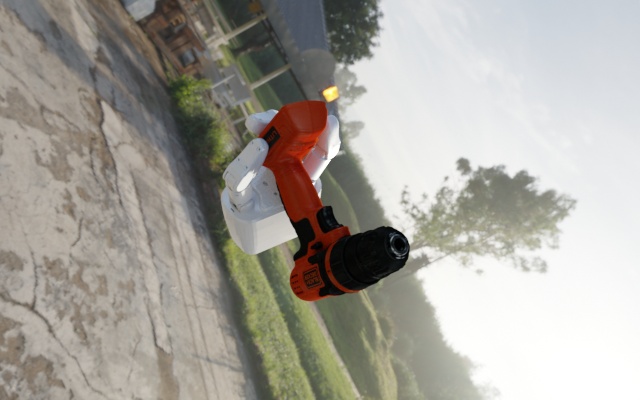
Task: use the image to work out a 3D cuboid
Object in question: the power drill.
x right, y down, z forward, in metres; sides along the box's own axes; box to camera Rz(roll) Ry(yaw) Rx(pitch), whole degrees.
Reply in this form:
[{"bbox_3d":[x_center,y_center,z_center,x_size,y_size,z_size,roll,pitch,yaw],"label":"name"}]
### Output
[{"bbox_3d":[0.000,0.001,0.470,0.057,0.187,0.184,-11,-13,-33],"label":"power drill"}]
